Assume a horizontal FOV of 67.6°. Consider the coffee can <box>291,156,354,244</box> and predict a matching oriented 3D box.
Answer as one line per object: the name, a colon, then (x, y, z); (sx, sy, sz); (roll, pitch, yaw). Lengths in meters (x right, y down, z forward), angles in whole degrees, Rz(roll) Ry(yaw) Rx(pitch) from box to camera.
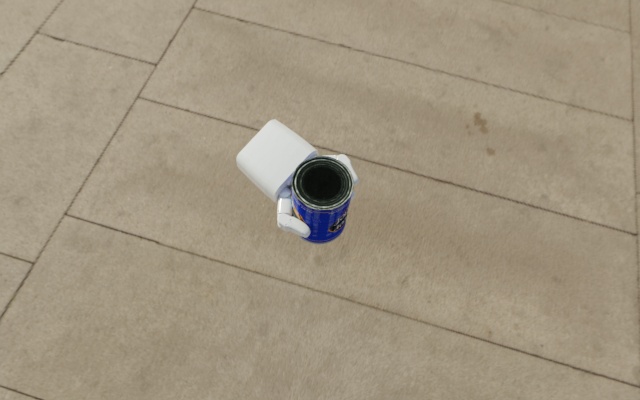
coffee can: (0.000, 0.003, 0.832); (0.103, 0.102, 0.140); (0, -28, -3)
